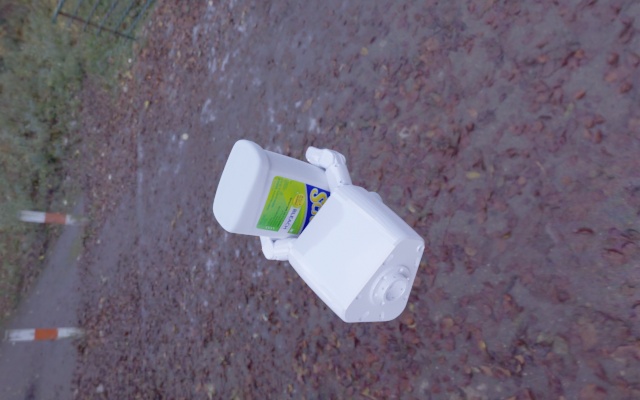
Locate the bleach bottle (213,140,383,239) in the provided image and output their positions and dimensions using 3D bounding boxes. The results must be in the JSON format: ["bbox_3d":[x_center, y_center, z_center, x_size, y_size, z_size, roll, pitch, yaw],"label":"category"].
[{"bbox_3d":[0.000,0.002,0.592,0.251,0.102,0.068,10,21,-40],"label":"bleach bottle"}]
